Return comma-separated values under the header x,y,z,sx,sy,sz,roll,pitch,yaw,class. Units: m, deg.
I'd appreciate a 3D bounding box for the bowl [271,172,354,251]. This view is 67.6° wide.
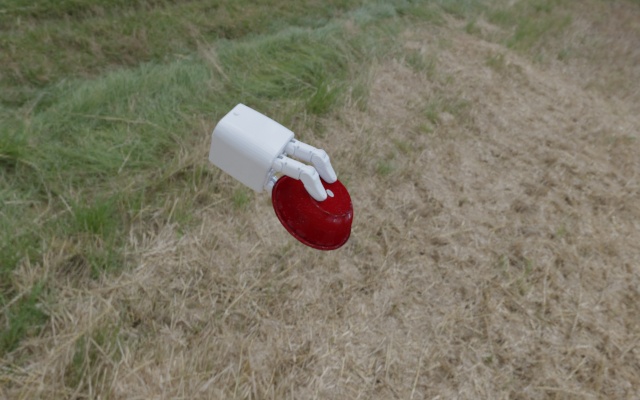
x,y,z,sx,sy,sz,roll,pitch,yaw,class
0.001,0.003,0.810,0.162,0.162,0.055,0,-34,-40,bowl
